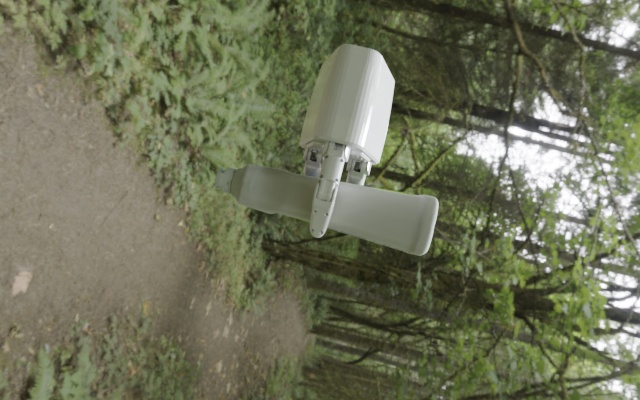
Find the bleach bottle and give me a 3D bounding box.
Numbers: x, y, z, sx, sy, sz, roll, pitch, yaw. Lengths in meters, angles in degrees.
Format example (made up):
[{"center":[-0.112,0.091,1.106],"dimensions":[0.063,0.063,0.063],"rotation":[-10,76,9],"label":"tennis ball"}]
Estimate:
[{"center":[0.000,0.002,0.554],"dimensions":[0.251,0.068,0.102],"rotation":[13,-3,3],"label":"bleach bottle"}]
